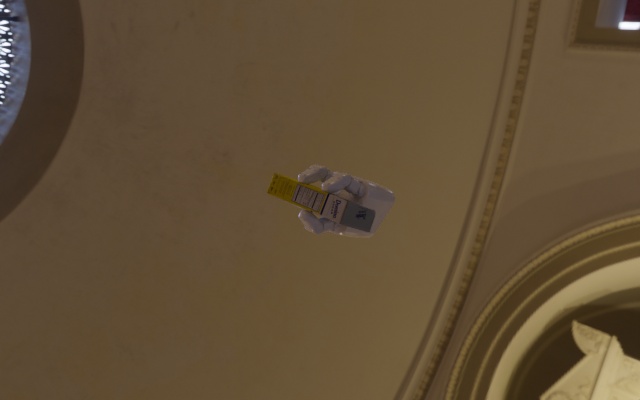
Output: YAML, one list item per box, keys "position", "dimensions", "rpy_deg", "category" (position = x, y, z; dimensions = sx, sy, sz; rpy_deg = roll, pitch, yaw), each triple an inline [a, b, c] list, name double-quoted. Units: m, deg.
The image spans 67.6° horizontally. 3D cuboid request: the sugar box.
- position: [0.000, 0.002, 0.827]
  dimensions: [0.176, 0.048, 0.093]
  rpy_deg: [18, 0, 38]
  category: "sugar box"
